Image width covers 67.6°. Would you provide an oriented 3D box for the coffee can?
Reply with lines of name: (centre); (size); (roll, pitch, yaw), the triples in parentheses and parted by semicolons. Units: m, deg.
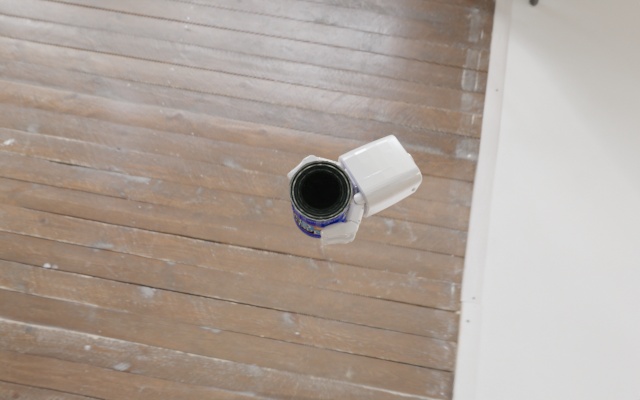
coffee can: (0.000, 0.003, 0.825); (0.103, 0.102, 0.140); (0, -16, 0)
